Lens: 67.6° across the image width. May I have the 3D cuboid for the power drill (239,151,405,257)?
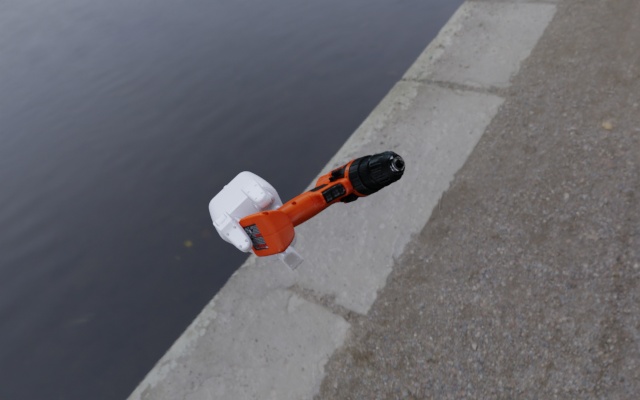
[{"bbox_3d":[0.000,0.002,0.614,0.187,0.057,0.184,-29,3,-29],"label":"power drill"}]
